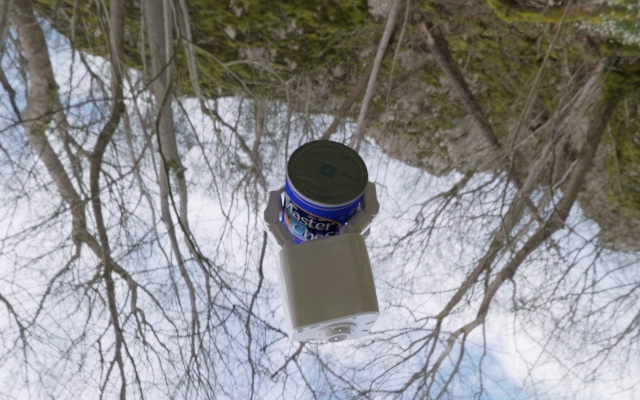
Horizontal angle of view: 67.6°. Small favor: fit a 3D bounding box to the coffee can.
[{"bbox_3d":[0.000,0.002,0.648,0.103,0.102,0.140,0,-35,-9],"label":"coffee can"}]
